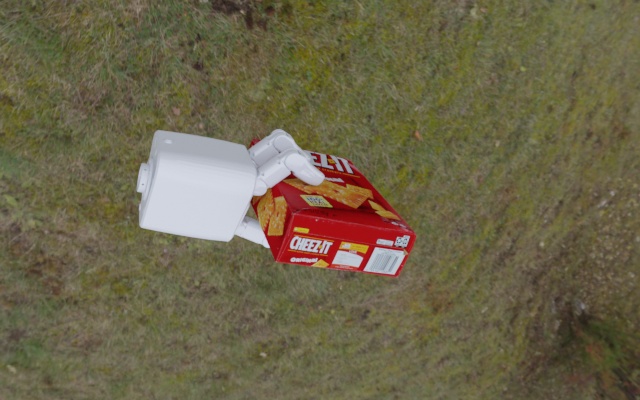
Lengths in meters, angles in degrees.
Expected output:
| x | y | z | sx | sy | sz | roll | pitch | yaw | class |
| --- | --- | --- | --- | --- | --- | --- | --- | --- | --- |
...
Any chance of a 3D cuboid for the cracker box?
| x | y | z | sx | sy | sz | roll | pitch | yaw | class |
| --- | --- | --- | --- | --- | --- | --- | --- | --- | --- |
| 0.000 | 0.002 | 0.612 | 0.164 | 0.072 | 0.213 | 11 | 25 | -26 | cracker box |
